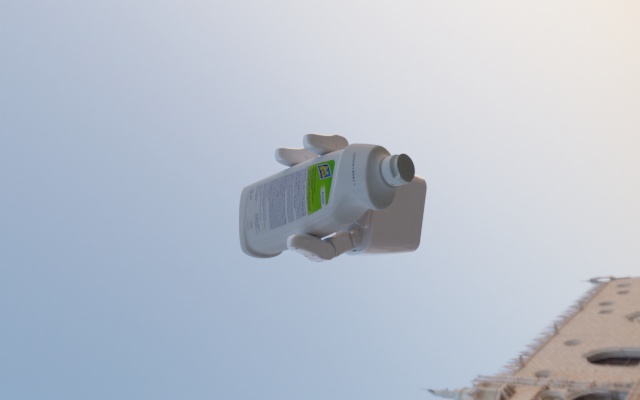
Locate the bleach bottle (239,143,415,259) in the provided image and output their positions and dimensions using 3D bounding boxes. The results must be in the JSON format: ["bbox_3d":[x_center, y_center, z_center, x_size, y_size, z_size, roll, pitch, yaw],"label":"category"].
[{"bbox_3d":[0.000,0.002,0.549,0.068,0.102,0.251,8,-17,-41],"label":"bleach bottle"}]
